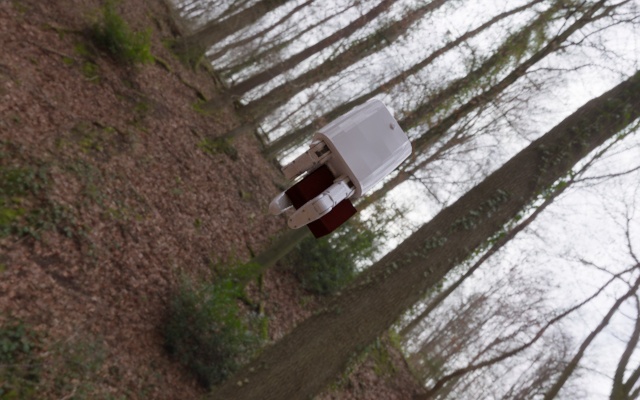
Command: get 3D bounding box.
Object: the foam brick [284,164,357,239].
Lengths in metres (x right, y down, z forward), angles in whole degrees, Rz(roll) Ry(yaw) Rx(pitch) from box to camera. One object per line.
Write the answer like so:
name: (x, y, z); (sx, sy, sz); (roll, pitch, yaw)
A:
foam brick: (0.000, 0.002, 0.627); (0.051, 0.078, 0.053); (-36, 5, -24)
